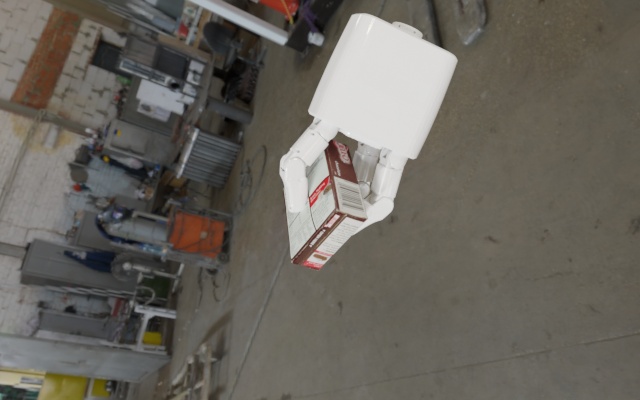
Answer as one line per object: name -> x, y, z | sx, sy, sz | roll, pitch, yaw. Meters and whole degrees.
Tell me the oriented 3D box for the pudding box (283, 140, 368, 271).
pudding box -> 0.000, 0.002, 0.502 | 0.039, 0.113, 0.090 | 19, -51, -26
